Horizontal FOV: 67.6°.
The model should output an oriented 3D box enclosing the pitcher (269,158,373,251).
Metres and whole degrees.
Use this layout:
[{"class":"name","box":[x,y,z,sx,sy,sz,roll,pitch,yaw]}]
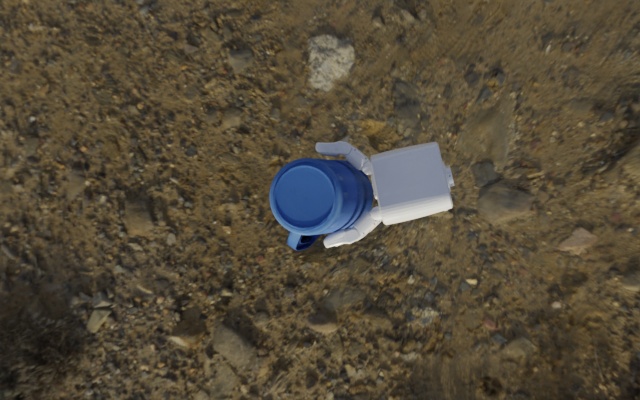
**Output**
[{"class":"pitcher","box":[0.000,0.002,0.772,0.145,0.149,0.243,-11,-2,14]}]
